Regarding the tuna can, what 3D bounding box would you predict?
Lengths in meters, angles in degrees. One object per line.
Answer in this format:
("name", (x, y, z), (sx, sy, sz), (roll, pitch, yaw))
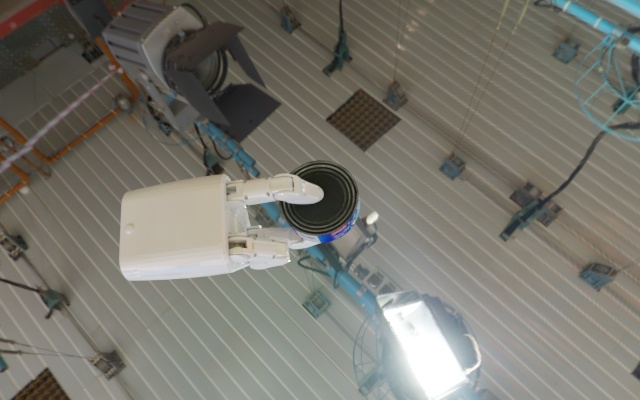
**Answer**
("tuna can", (0.000, 0.002, 0.519), (0.086, 0.086, 0.034), (0, -21, 10))
